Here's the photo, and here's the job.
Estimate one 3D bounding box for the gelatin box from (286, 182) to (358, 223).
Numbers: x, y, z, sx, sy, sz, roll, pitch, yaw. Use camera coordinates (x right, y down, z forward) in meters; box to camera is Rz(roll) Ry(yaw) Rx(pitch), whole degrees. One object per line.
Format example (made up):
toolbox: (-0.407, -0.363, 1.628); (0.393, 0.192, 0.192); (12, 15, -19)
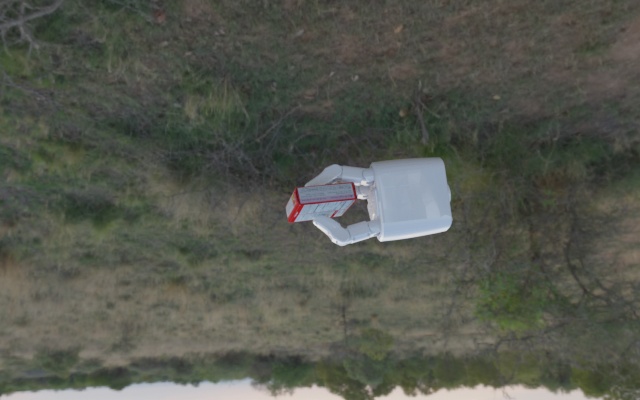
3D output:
gelatin box: (0.000, 0.003, 0.692); (0.089, 0.030, 0.073); (-7, -19, -18)
